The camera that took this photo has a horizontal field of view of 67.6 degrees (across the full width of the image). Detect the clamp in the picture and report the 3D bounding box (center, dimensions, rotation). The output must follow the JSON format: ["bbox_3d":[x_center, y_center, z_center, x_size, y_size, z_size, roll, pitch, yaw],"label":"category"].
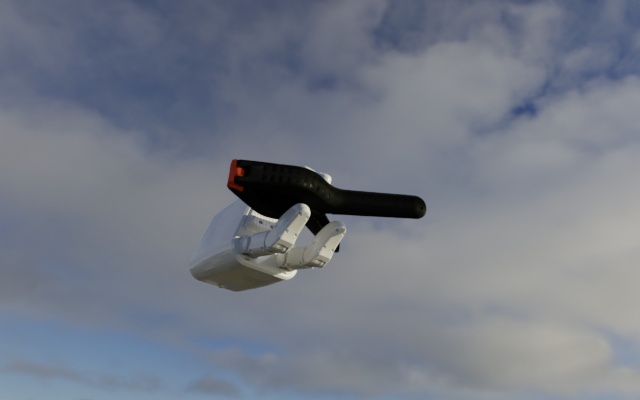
[{"bbox_3d":[0.000,0.001,0.525,0.210,0.036,0.164,26,-36,-36],"label":"clamp"}]
